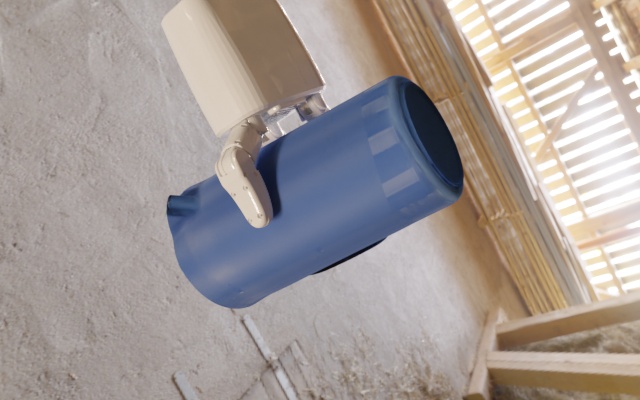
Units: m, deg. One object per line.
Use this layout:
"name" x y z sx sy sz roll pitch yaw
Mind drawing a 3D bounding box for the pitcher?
"pitcher" 0.000 0.001 0.426 0.243 0.145 0.149 -27 3 30
